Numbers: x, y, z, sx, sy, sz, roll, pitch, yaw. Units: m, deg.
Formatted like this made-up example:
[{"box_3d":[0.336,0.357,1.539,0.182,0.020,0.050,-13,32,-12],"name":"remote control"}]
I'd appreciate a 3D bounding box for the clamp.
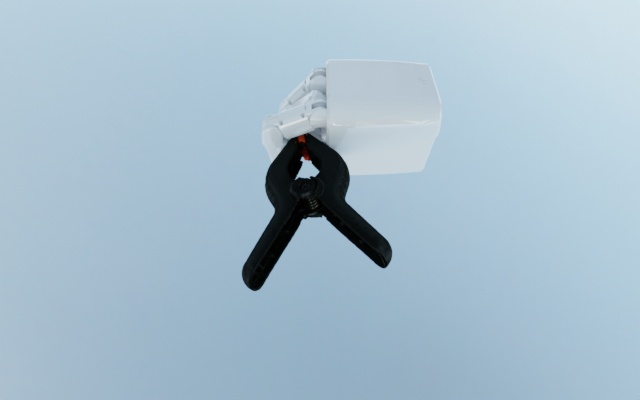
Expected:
[{"box_3d":[0.000,0.002,0.424,0.120,0.171,0.039,0,-39,4],"name":"clamp"}]
